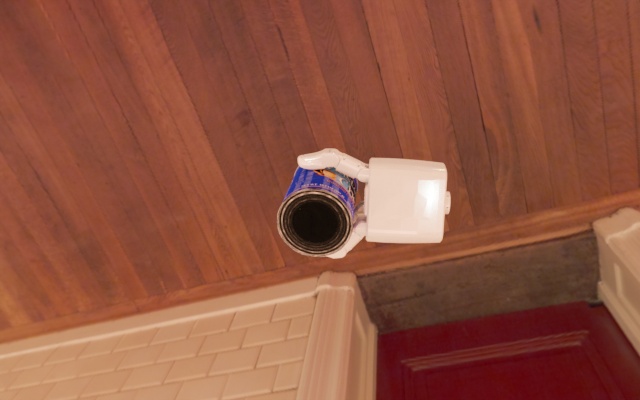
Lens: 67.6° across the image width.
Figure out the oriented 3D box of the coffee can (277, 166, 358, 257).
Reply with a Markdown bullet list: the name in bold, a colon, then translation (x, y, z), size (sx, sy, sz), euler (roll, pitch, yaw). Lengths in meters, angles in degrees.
- **coffee can**: translation (0.000, 0.002, 0.693), size (0.103, 0.103, 0.140), euler (0, 25, 7)
